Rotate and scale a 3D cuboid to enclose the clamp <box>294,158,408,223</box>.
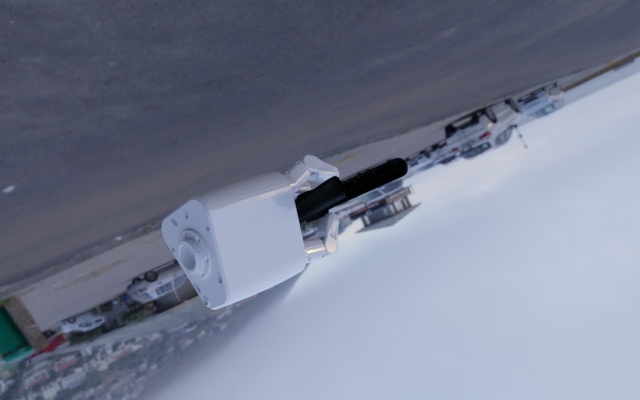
[{"bbox_3d":[0.000,0.003,0.591,0.210,0.036,0.164,-27,-5,43],"label":"clamp"}]
